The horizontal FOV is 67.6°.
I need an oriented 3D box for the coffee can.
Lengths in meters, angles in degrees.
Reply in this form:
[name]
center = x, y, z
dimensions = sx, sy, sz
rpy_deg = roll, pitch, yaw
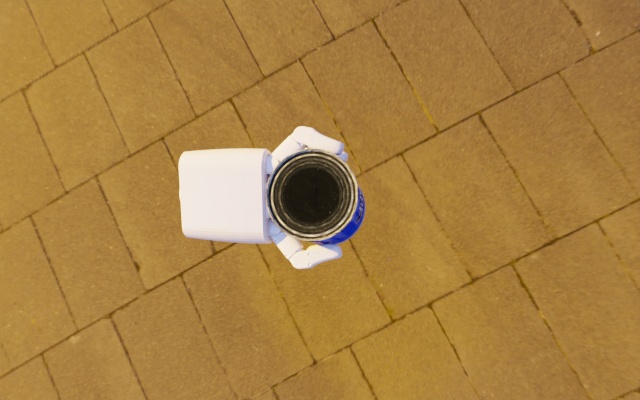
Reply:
[coffee can]
center = 0.000, 0.002, 0.583
dimensions = 0.103, 0.103, 0.140
rpy_deg = 0, -7, 8
